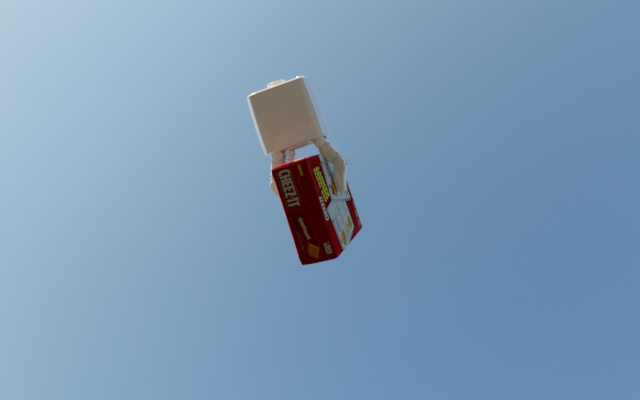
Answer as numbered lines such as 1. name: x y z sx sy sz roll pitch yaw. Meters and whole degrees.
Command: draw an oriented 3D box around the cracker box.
1. cracker box: 0.000 0.003 0.835 0.072 0.164 0.213 -17 5 18
